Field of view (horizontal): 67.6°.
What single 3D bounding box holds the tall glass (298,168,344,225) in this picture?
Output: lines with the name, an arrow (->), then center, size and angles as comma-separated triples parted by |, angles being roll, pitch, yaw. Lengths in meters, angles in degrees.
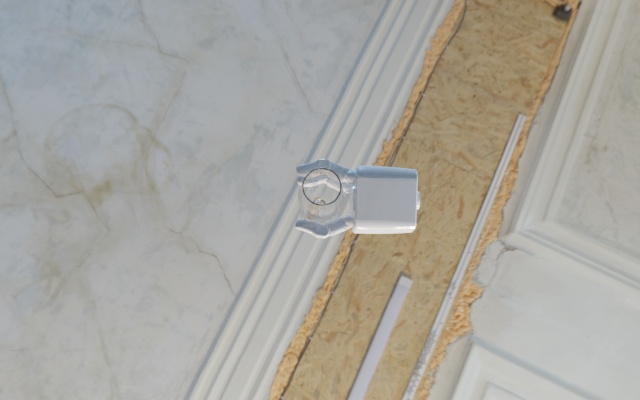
tall glass -> 0.000, 0.003, 0.842 | 0.079, 0.079, 0.201 | 0, -14, -1
